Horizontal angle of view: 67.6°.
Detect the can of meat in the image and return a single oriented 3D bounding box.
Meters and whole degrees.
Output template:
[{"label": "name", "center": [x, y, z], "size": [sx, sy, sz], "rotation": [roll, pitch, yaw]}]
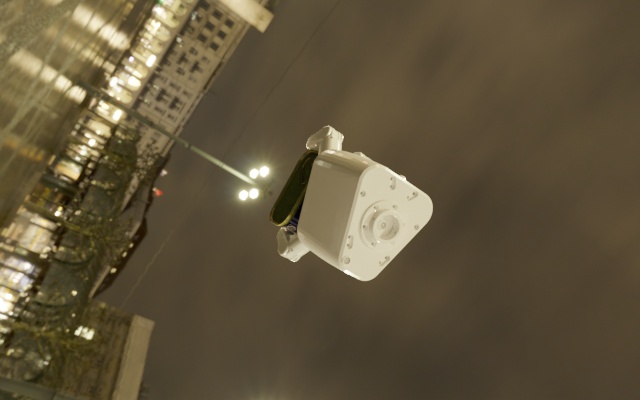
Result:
[{"label": "can of meat", "center": [0.000, 0.002, 0.593], "size": [0.084, 0.102, 0.057], "rotation": [31, -4, -26]}]
